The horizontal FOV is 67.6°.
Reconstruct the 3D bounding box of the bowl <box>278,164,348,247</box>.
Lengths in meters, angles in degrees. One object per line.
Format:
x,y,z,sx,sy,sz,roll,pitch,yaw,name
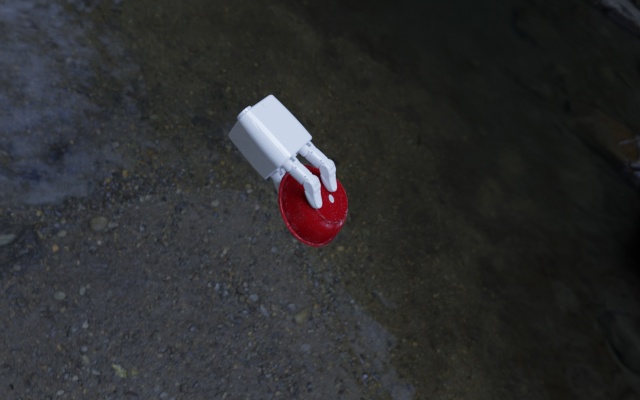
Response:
0.001,0.004,0.891,0.162,0.162,0.055,0,-14,-45,bowl
